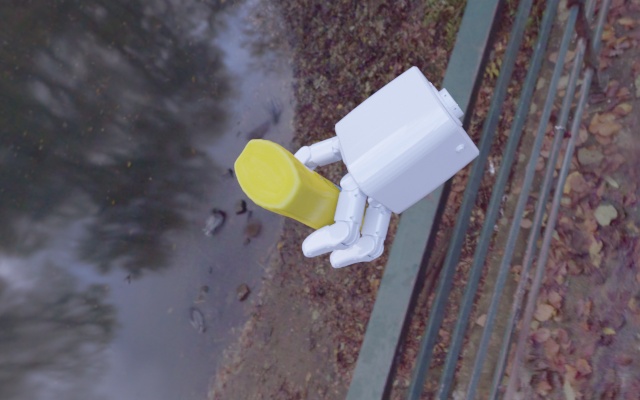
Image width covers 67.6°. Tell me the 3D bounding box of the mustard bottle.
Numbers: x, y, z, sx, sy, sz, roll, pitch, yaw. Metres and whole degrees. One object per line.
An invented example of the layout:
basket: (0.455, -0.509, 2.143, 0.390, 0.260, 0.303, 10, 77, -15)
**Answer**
mustard bottle: (0.000, 0.002, 0.520, 0.096, 0.058, 0.192, 38, 6, 40)
